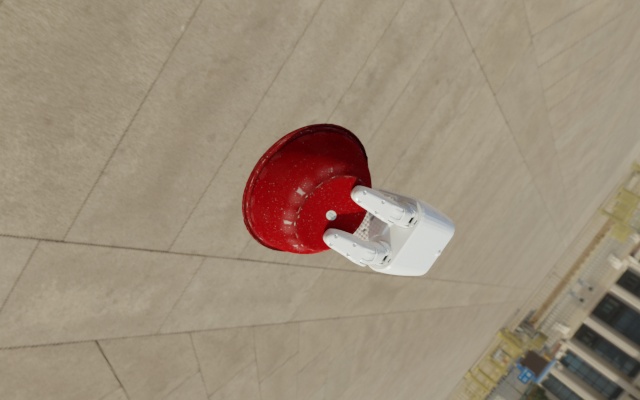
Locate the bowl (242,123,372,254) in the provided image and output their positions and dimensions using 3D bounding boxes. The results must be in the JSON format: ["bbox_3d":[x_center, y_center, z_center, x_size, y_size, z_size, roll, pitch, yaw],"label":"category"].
[{"bbox_3d":[-0.001,0.002,0.515,0.162,0.162,0.055,0,29,-36],"label":"bowl"}]
